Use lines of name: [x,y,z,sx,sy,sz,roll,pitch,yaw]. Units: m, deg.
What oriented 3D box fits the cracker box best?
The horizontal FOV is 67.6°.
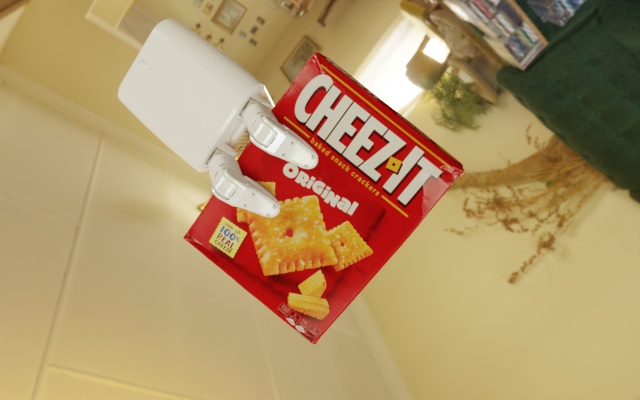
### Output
cracker box: [0.000,0.002,0.446,0.164,0.214,0.072,39,15,4]
